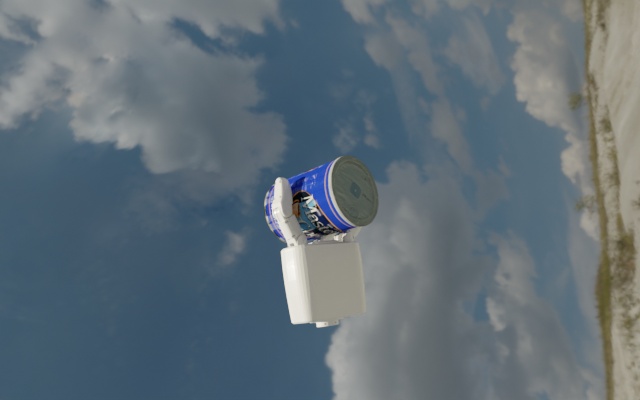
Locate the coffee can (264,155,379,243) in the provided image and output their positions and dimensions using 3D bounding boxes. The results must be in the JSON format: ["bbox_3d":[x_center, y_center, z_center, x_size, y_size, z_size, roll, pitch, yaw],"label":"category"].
[{"bbox_3d":[0.000,0.002,0.711,0.140,0.103,0.103,-18,-12,41],"label":"coffee can"}]
